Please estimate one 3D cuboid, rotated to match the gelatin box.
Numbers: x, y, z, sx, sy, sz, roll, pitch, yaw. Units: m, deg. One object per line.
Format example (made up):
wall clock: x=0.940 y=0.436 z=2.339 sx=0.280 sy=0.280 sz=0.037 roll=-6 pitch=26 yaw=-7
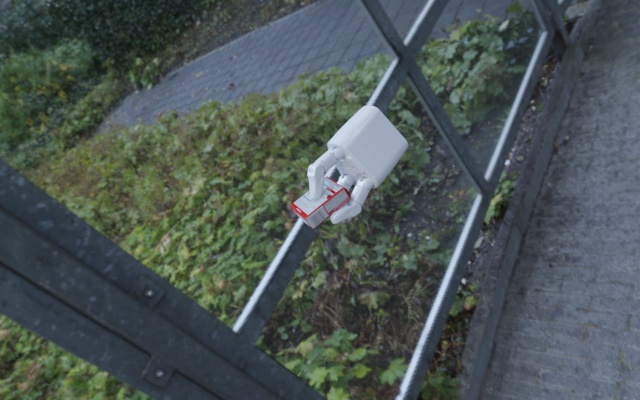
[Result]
gelatin box: x=0.000 y=0.003 z=0.838 sx=0.089 sy=0.030 sz=0.073 roll=-39 pitch=29 yaw=-9
